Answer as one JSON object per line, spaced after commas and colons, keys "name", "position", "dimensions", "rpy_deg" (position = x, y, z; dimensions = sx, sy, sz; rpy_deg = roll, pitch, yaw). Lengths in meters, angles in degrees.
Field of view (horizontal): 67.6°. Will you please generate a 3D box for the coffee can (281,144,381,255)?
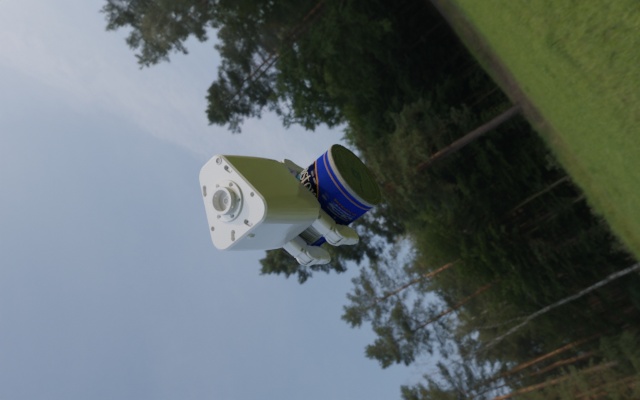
{"name": "coffee can", "position": [0.000, 0.002, 0.679], "dimensions": [0.140, 0.102, 0.103], "rpy_deg": [-38, -19, 25]}
